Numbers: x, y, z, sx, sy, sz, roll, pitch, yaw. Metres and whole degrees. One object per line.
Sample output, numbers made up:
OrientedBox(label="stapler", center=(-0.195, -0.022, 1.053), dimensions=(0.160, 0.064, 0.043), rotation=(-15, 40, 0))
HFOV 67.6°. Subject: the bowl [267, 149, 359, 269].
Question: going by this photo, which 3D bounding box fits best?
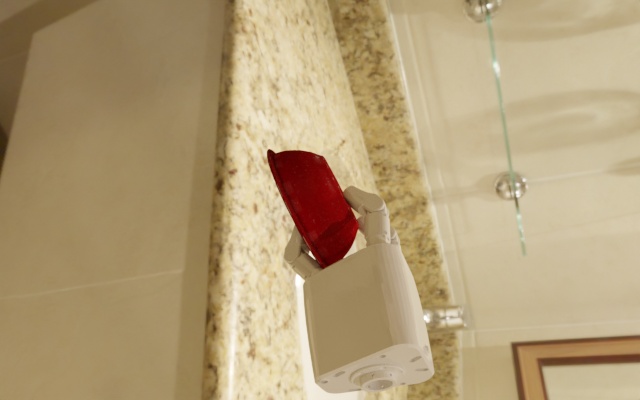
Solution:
OrientedBox(label="bowl", center=(0.000, 0.001, 0.548), dimensions=(0.055, 0.162, 0.162), rotation=(-27, -2, 4))
